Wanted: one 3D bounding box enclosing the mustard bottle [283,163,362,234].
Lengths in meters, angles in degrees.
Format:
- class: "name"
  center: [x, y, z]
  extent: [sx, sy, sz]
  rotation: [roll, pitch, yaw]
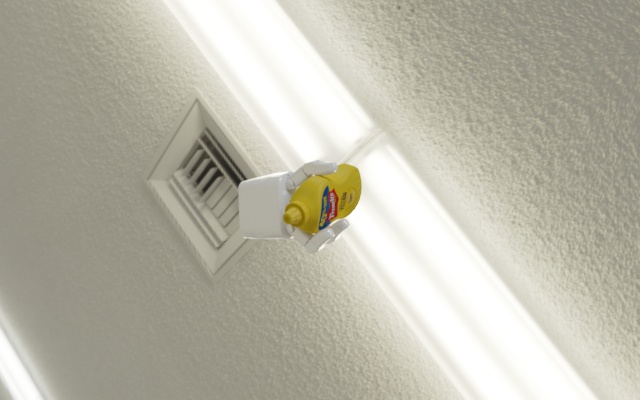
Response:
- class: "mustard bottle"
  center: [0.001, 0.003, 0.799]
  extent: [0.058, 0.096, 0.191]
  rotation: [21, 26, 27]
